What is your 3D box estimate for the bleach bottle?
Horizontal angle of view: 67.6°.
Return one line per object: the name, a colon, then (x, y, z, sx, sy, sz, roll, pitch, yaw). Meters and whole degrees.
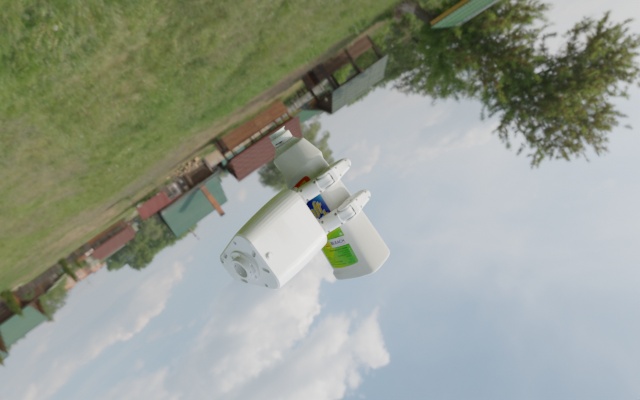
bleach bottle: (0.000, 0.002, 0.726, 0.102, 0.251, 0.068, -21, 18, 50)
